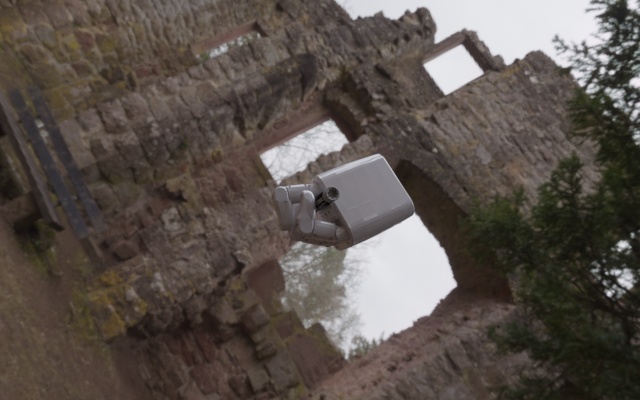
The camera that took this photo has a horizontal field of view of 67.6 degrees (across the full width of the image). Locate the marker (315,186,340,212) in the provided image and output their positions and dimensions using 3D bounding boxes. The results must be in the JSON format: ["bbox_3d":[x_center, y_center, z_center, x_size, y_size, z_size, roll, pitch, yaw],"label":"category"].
[{"bbox_3d":[0.000,0.002,0.642,0.020,0.020,0.121,0,-11,-15],"label":"marker"}]
